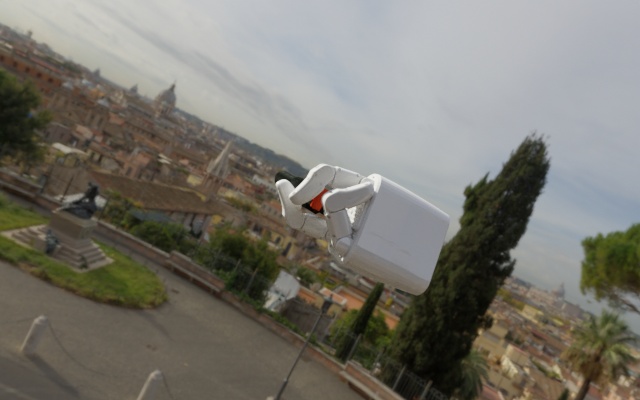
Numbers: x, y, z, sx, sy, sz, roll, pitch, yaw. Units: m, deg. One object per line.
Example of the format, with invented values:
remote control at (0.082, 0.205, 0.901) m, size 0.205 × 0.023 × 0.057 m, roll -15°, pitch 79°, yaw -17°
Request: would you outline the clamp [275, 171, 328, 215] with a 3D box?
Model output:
clamp at (0.000, 0.002, 0.641) m, size 0.120 × 0.039 × 0.171 m, roll 27°, pitch 2°, yaw -14°
